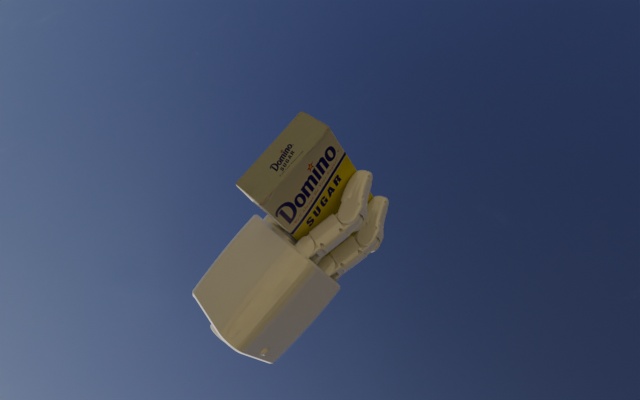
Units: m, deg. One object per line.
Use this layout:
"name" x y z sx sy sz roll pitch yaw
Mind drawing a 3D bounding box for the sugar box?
"sugar box" 0.000 0.002 0.483 0.048 0.093 0.176 37 -7 34
